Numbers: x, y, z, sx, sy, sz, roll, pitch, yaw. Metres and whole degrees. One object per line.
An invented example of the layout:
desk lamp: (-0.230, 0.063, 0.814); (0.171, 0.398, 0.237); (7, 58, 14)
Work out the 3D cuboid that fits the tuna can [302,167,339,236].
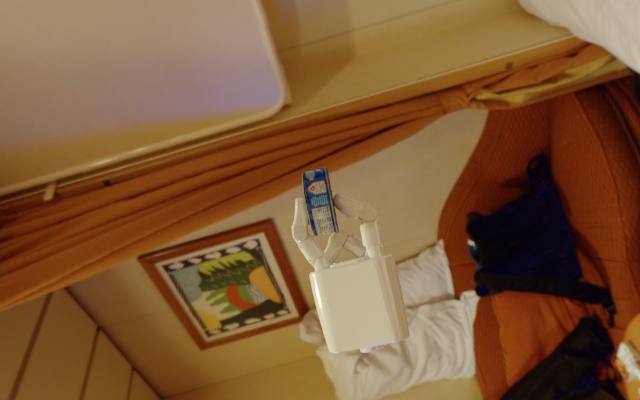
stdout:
tuna can: (0.000, 0.002, 0.618); (0.034, 0.086, 0.086); (-10, -1, 2)
